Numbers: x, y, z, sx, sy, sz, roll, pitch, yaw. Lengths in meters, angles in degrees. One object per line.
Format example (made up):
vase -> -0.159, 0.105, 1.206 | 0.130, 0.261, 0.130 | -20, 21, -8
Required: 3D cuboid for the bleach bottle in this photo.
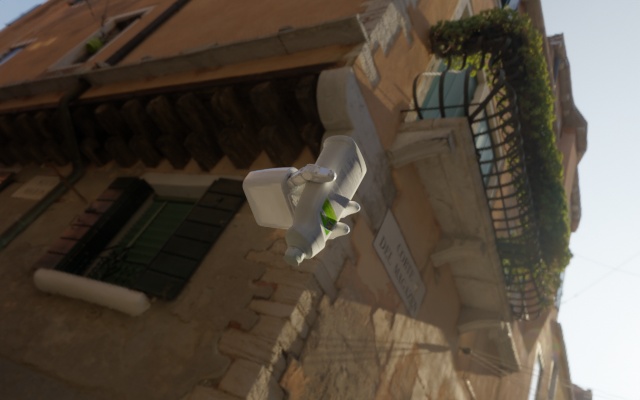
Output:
bleach bottle -> 0.000, 0.003, 0.844 | 0.068, 0.250, 0.103 | 1, -44, 36
